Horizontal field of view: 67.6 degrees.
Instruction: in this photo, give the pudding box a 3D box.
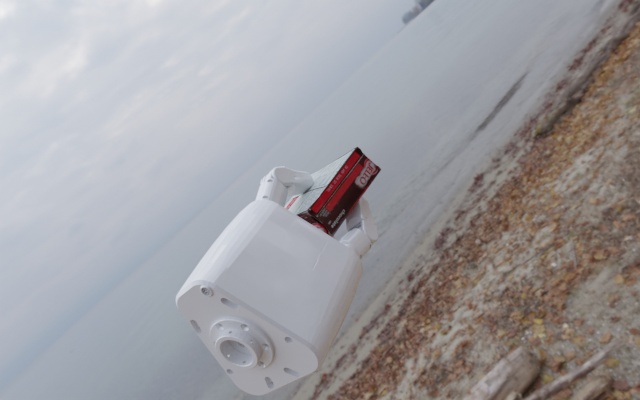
[{"bbox_3d":[0.000,0.002,0.486,0.039,0.090,0.113,45,-27,-12],"label":"pudding box"}]
